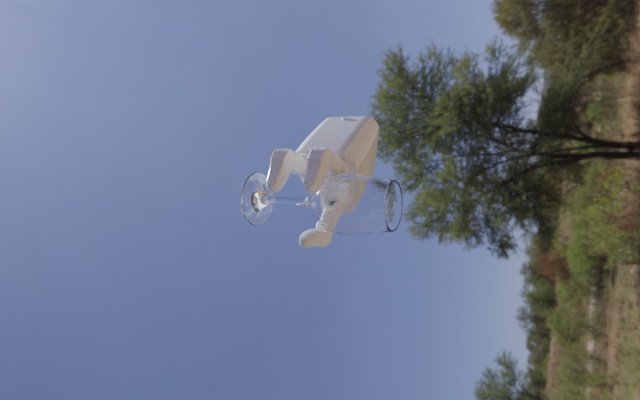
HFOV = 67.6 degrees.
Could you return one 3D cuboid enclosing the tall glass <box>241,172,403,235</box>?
[{"bbox_3d":[-0.001,0.002,0.612,0.201,0.079,0.079,3,2,29],"label":"tall glass"}]
